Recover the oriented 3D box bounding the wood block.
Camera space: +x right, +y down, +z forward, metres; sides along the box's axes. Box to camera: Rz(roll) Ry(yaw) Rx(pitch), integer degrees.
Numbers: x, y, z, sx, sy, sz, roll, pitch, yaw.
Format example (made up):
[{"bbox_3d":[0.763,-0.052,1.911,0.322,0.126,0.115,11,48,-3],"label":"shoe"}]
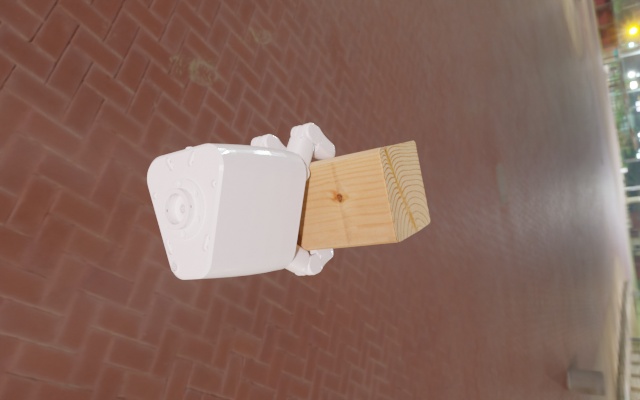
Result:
[{"bbox_3d":[0.000,0.002,0.522,0.206,0.091,0.090,-9,6,34],"label":"wood block"}]
